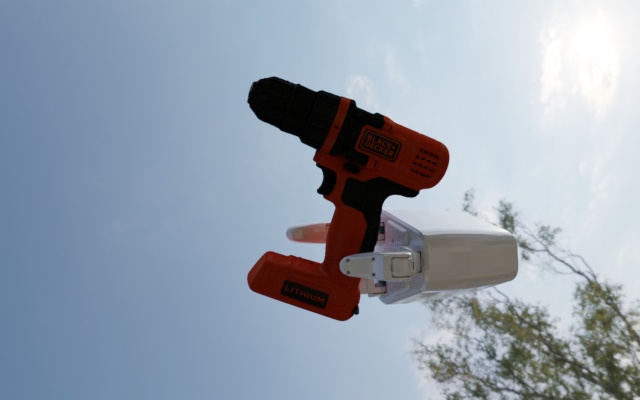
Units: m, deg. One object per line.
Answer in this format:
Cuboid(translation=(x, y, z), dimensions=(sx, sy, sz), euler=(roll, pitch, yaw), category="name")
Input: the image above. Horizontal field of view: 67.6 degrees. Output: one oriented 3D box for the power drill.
Cuboid(translation=(0.000, 0.002, 0.428), dimensions=(0.184, 0.188, 0.057), euler=(21, 12, -5), category="power drill")
